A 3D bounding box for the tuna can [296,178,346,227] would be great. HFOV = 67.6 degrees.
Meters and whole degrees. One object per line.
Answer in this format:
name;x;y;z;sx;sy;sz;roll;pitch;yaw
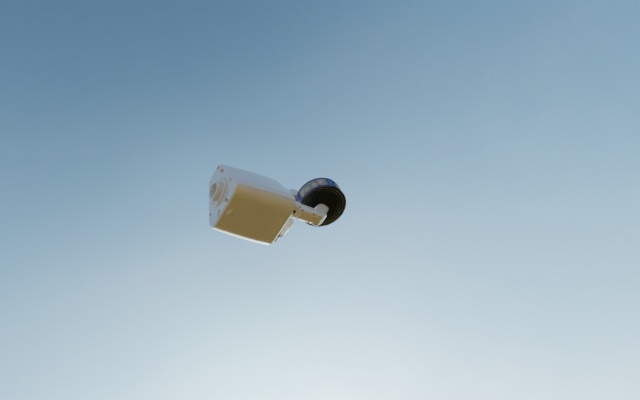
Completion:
tuna can;0.000;0.002;0.849;0.086;0.086;0.033;0;33;-21
